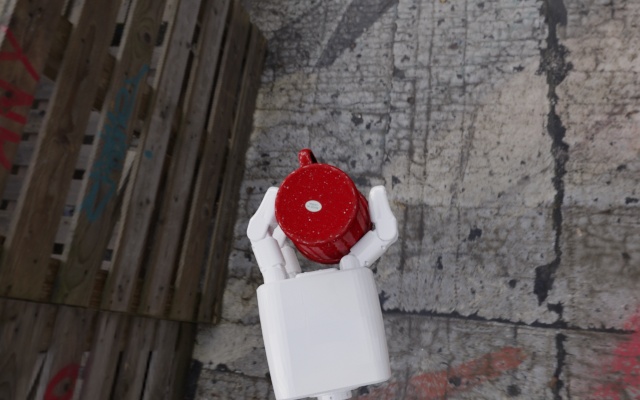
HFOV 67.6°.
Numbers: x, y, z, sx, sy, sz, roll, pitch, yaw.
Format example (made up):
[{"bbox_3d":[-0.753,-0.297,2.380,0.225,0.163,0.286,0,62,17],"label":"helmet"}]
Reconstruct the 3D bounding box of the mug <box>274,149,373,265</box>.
[{"bbox_3d":[0.000,0.000,0.482,0.093,0.117,0.081,-15,-18,7],"label":"mug"}]
